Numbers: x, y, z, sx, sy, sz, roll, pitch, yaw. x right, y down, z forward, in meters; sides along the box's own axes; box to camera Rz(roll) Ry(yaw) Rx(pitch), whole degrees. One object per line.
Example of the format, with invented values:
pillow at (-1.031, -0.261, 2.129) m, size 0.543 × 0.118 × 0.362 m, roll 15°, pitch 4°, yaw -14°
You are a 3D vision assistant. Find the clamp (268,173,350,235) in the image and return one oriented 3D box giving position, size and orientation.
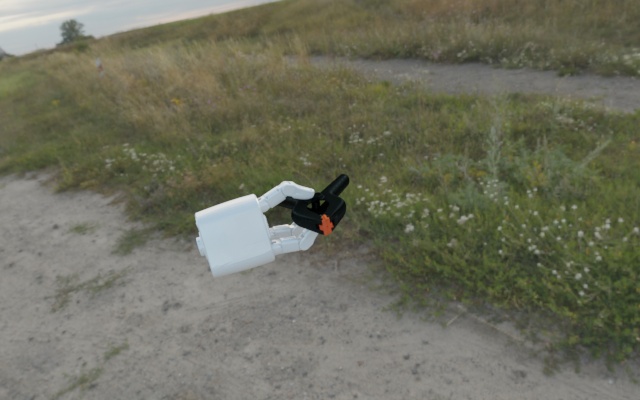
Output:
clamp at (0.000, 0.002, 0.843) m, size 0.164 × 0.036 × 0.210 m, roll -17°, pitch 23°, yaw -12°
